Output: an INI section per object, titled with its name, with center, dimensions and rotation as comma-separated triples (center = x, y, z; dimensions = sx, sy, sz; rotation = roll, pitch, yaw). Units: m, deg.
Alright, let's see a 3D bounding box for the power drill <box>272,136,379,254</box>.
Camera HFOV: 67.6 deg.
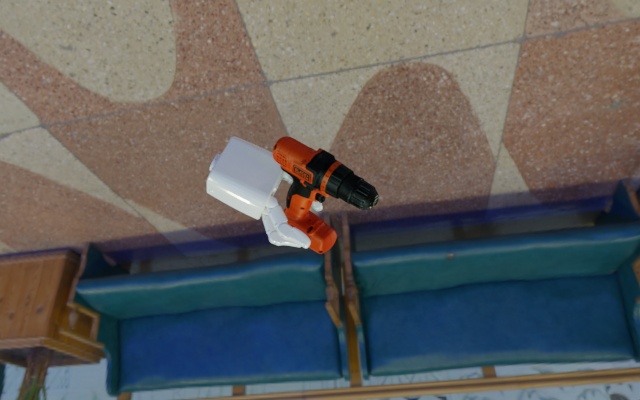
[power drill]
center = 0.000, 0.003, 0.775
dimensions = 0.184, 0.188, 0.057
rotation = 33, 51, 19
